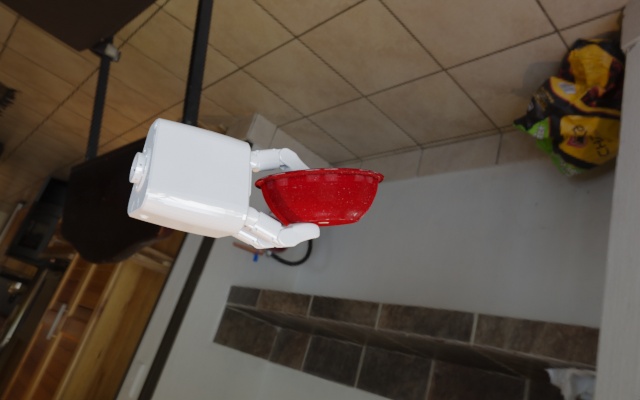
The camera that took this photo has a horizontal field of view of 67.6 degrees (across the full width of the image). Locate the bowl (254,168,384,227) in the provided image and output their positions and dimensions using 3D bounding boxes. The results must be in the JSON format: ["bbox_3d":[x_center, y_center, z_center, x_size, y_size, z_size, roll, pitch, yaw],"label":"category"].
[{"bbox_3d":[0.001,0.002,0.595,0.162,0.055,0.162,-3,-8,0],"label":"bowl"}]
